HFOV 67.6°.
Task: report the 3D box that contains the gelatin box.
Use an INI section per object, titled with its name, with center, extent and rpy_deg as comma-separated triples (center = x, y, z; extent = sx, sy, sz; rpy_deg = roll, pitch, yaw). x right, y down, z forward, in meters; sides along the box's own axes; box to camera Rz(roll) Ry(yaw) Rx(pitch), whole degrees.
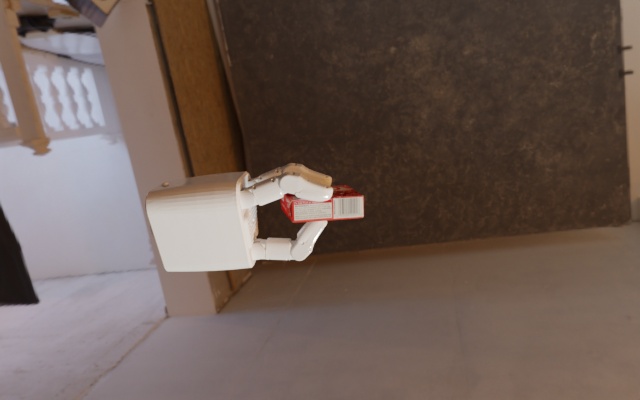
[gelatin box]
center = 0.000, 0.002, 0.579
extent = 0.089, 0.030, 0.073
rpy_deg = -3, 12, -12
